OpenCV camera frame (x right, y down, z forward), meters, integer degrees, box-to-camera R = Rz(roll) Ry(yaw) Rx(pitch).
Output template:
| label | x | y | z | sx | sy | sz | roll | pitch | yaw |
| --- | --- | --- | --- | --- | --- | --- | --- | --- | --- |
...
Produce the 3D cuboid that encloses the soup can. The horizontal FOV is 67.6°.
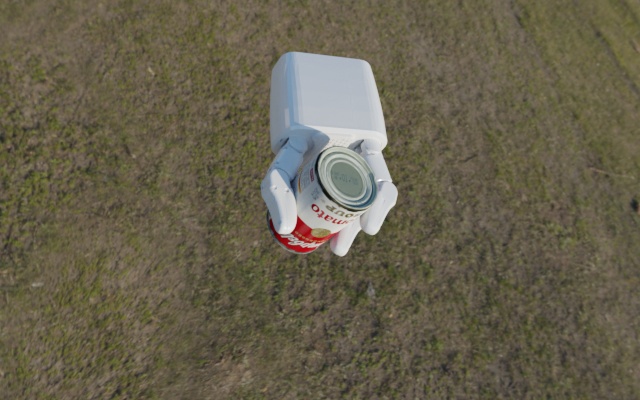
| label | x | y | z | sx | sy | sz | roll | pitch | yaw |
| --- | --- | --- | --- | --- | --- | --- | --- | --- | --- |
| soup can | 0.000 | 0.002 | 0.459 | 0.068 | 0.068 | 0.102 | 0 | -26 | -34 |
